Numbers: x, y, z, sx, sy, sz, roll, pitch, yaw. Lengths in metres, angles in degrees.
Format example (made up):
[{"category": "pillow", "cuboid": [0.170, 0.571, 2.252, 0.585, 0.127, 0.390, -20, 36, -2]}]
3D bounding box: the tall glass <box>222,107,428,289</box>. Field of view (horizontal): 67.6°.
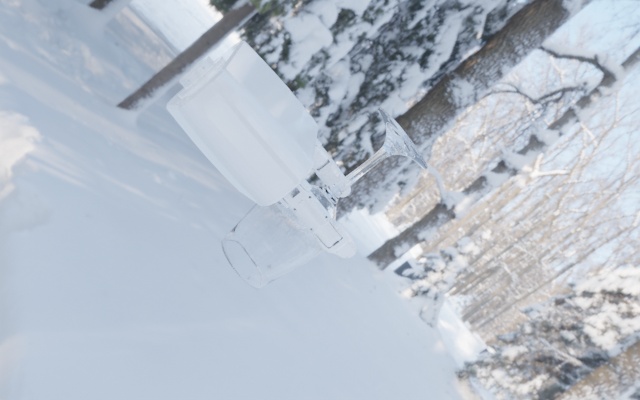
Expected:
[{"category": "tall glass", "cuboid": [0.001, 0.001, 0.462, 0.201, 0.079, 0.079, -38, -5, 6]}]
